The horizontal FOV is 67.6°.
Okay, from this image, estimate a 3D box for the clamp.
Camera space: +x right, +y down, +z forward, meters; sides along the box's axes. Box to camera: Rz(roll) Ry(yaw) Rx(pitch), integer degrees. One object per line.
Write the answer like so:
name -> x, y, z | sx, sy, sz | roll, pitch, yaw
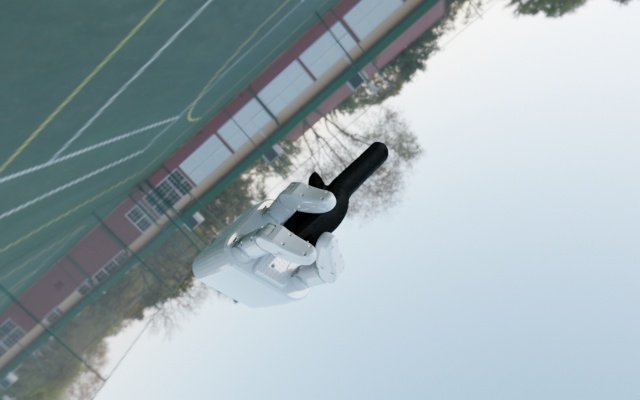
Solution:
clamp -> 0.000, 0.002, 0.540 | 0.120, 0.039, 0.171 | -26, 19, 50
